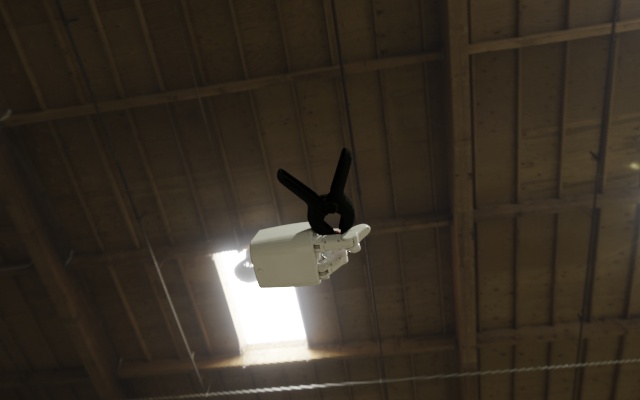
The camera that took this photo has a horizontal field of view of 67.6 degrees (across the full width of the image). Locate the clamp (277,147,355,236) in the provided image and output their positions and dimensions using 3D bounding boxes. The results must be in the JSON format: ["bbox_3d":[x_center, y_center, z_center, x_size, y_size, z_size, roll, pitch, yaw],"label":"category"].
[{"bbox_3d":[0.000,0.002,0.775,0.120,0.171,0.039,-7,26,4],"label":"clamp"}]
